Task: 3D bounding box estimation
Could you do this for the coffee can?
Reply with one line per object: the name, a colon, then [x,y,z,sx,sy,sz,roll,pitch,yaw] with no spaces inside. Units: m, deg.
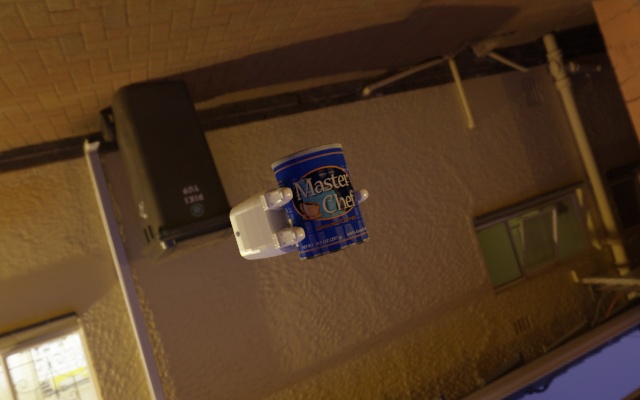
coffee can: [0.000,0.002,0.670,0.103,0.140,0.103,-17,-2,-1]
